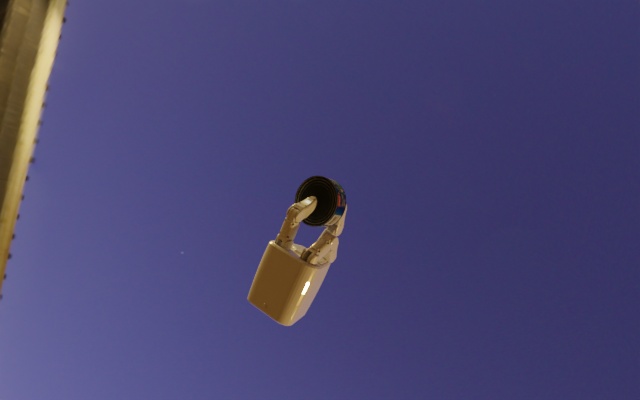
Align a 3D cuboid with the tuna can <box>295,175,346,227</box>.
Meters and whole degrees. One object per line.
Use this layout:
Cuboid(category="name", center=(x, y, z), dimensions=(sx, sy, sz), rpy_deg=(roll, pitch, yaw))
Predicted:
Cuboid(category="tuna can", center=(0.000, 0.003, 0.806), dimensions=(0.086, 0.086, 0.034), rpy_deg=(0, -6, 33))
